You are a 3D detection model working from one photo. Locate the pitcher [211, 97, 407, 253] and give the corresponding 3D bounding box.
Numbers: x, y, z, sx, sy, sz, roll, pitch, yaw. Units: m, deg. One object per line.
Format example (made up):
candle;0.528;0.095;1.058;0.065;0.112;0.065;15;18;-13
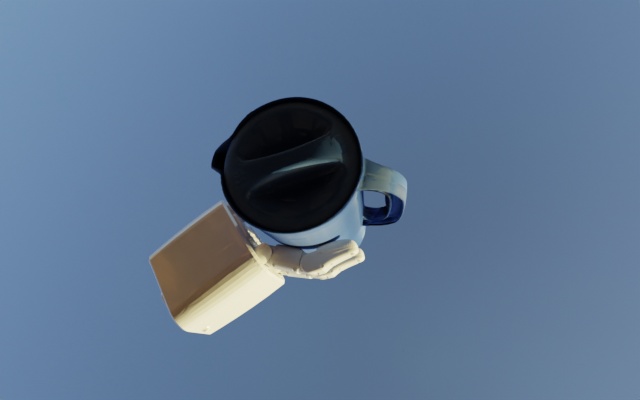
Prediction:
pitcher;0.000;0.002;0.535;0.145;0.149;0.243;-36;-20;-3
